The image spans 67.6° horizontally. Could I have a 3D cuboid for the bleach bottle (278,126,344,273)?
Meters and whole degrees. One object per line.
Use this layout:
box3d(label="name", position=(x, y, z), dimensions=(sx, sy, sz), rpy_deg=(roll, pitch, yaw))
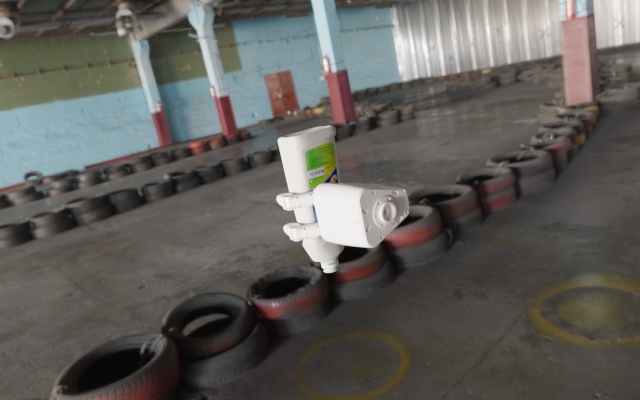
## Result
box3d(label="bleach bottle", position=(0.000, 0.003, 0.837), dimensions=(0.102, 0.251, 0.068), rpy_deg=(-22, 17, -36))
